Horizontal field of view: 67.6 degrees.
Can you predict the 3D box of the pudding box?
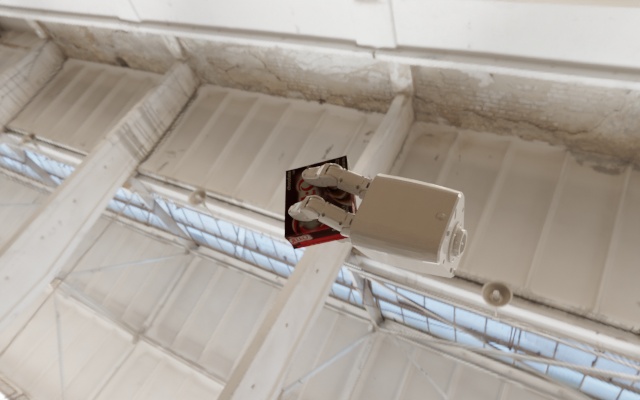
[{"bbox_3d":[0.000,0.002,0.626,0.090,0.113,0.039,-13,-40,14],"label":"pudding box"}]
